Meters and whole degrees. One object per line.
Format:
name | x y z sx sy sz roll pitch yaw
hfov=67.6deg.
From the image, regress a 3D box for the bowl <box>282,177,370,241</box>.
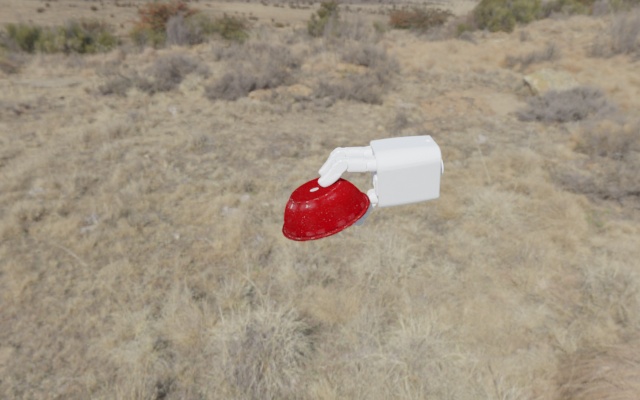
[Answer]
bowl | -0.001 0.003 0.813 0.162 0.055 0.162 -19 23 8
